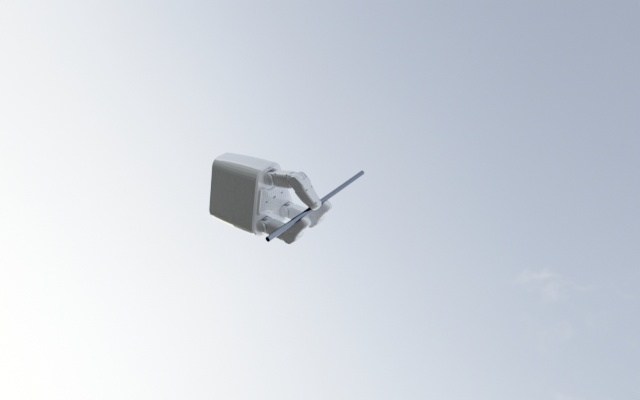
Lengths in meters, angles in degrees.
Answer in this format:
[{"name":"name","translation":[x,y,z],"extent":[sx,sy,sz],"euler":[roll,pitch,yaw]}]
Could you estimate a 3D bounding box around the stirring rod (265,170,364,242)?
[{"name":"stirring rod","translation":[0.000,0.002,0.714],"extent":[0.011,0.011,0.239],"euler":[0,24,40]}]
